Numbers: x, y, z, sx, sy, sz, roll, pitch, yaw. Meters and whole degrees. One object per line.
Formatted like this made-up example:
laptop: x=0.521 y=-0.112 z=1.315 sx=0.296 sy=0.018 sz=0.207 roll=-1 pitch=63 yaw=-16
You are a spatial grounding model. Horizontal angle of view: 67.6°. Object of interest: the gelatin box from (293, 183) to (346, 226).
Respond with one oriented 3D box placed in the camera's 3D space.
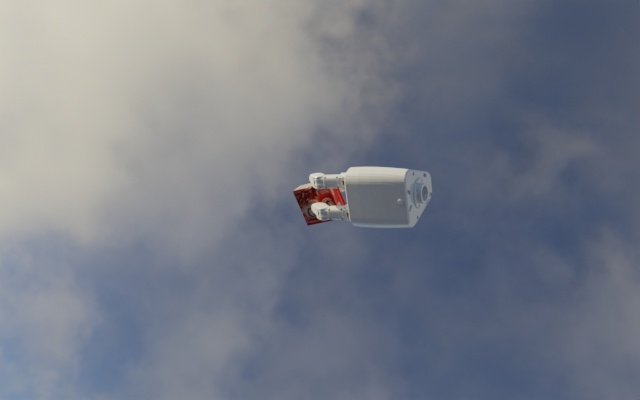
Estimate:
gelatin box: x=0.000 y=0.003 z=0.874 sx=0.089 sy=0.073 sz=0.030 roll=-13 pitch=16 yaw=42
